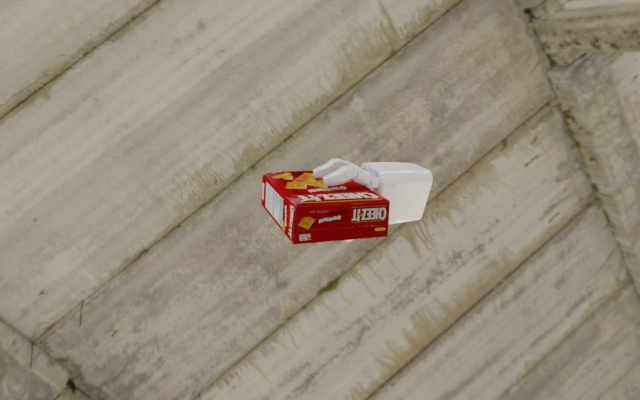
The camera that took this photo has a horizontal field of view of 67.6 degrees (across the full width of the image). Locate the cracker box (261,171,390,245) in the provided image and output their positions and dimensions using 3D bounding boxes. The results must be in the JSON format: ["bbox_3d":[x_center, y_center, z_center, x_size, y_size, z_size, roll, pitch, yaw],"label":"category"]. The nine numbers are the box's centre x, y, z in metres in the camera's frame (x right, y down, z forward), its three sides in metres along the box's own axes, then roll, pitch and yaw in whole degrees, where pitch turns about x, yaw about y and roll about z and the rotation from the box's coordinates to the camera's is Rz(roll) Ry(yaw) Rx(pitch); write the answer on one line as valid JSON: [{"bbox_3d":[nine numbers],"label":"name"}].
[{"bbox_3d":[0.000,0.003,0.835,0.164,0.072,0.213,-4,17,-20],"label":"cracker box"}]
